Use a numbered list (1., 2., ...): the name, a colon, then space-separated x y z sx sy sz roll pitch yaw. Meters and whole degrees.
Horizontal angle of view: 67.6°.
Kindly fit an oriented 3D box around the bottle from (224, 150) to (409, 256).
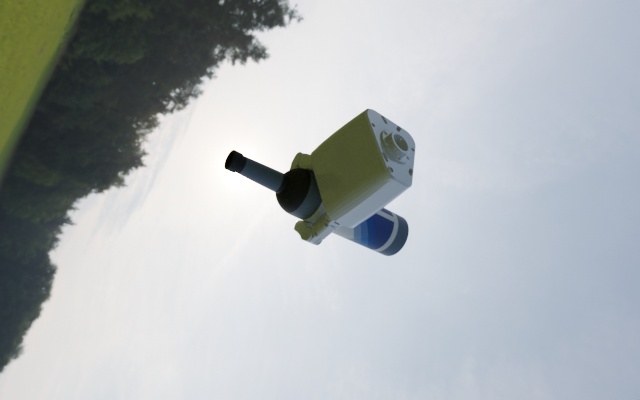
1. bottle: 0.000 0.002 0.670 0.296 0.069 0.069 25 -14 -32
